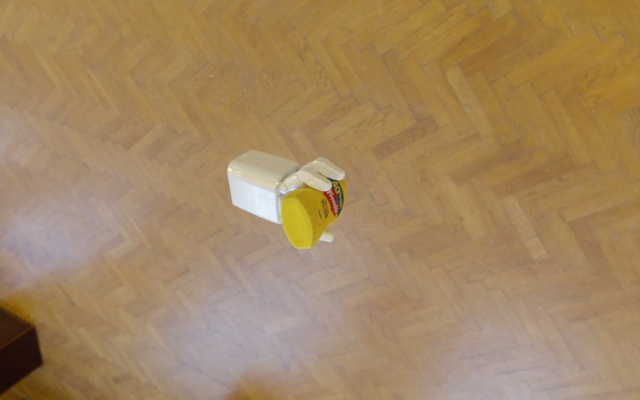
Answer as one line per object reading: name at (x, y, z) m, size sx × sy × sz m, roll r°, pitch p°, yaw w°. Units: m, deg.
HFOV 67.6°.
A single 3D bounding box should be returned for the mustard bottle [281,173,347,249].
mustard bottle at (0.000, 0.003, 0.857) m, size 0.058 × 0.096 × 0.191 m, roll -5°, pitch 21°, yaw 29°
